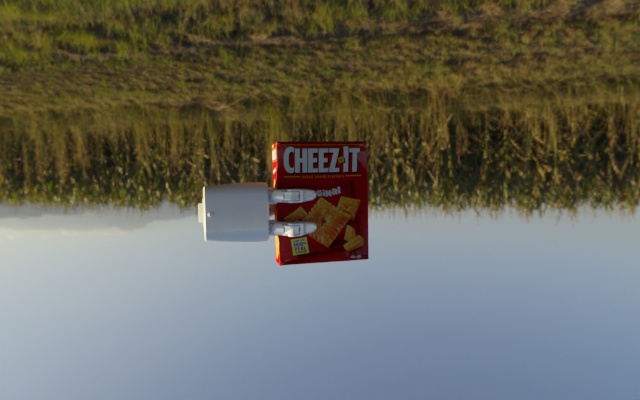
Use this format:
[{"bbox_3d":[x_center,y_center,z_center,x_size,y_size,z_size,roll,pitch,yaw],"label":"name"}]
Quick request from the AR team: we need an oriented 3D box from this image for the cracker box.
[{"bbox_3d":[0.000,0.003,0.849,0.164,0.214,0.072,-2,3,-12],"label":"cracker box"}]
